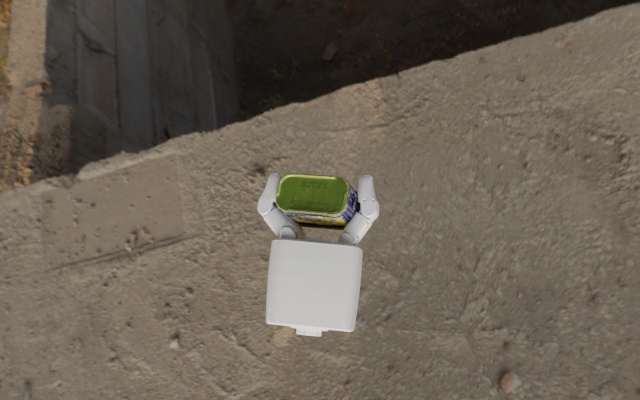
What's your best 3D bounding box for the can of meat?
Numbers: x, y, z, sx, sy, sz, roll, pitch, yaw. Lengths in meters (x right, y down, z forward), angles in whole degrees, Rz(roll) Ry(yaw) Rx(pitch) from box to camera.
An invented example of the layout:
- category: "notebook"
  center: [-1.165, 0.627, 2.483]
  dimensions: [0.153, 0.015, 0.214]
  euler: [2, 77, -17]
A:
- category: "can of meat"
  center: [0.000, 0.002, 0.634]
  dimensions: [0.102, 0.057, 0.084]
  euler: [4, -13, 18]
